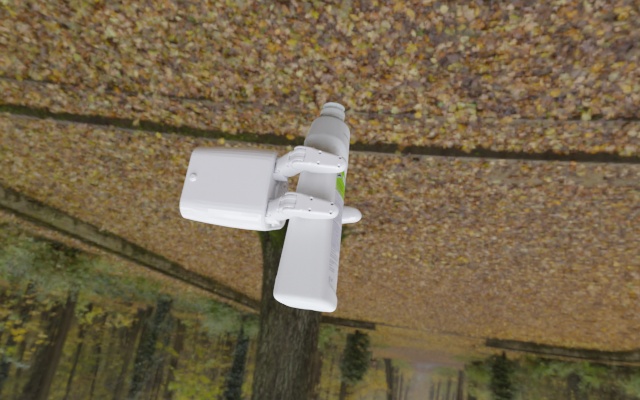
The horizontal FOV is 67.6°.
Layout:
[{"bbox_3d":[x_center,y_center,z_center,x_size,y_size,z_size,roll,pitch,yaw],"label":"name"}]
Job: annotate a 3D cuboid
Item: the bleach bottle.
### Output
[{"bbox_3d":[0.000,0.002,0.583,0.068,0.250,0.103,6,-18,10],"label":"bleach bottle"}]
